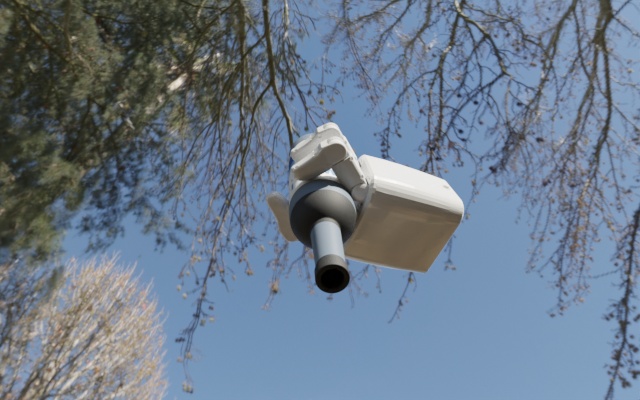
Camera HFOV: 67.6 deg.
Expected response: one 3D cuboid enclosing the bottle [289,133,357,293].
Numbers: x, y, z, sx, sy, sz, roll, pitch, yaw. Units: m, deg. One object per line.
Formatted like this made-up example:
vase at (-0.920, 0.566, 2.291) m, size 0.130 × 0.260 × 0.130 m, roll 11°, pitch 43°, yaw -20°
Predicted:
bottle at (0.000, 0.002, 0.503) m, size 0.069 × 0.069 × 0.295 m, roll 0°, pitch 24°, yaw -4°
